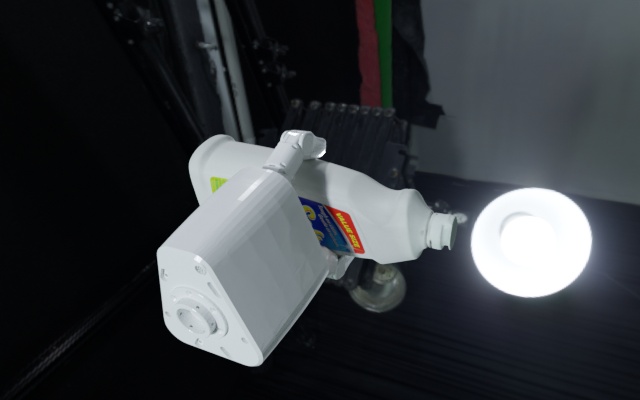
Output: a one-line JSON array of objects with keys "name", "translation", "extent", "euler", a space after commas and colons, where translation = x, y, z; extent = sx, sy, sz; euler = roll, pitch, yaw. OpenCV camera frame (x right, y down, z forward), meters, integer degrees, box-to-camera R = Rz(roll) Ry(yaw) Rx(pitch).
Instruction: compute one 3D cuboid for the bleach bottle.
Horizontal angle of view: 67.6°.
[{"name": "bleach bottle", "translation": [0.000, 0.002, 0.453], "extent": [0.251, 0.103, 0.068], "euler": [10, 39, 25]}]
